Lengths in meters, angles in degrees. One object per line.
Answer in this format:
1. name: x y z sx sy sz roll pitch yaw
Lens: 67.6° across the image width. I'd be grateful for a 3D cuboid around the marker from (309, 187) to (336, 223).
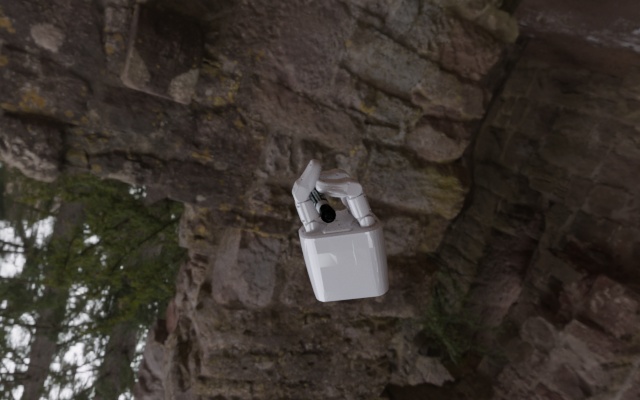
1. marker: 0.000 0.002 0.612 0.020 0.020 0.121 0 17 -11
